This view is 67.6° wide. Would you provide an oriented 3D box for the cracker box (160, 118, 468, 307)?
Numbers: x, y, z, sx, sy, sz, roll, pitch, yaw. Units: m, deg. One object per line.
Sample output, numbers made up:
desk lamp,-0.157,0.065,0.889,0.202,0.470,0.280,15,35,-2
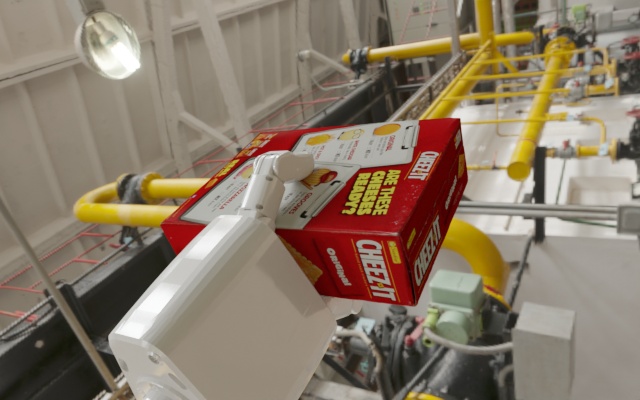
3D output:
cracker box,0.000,0.001,0.410,0.213,0.072,0.164,1,35,31
